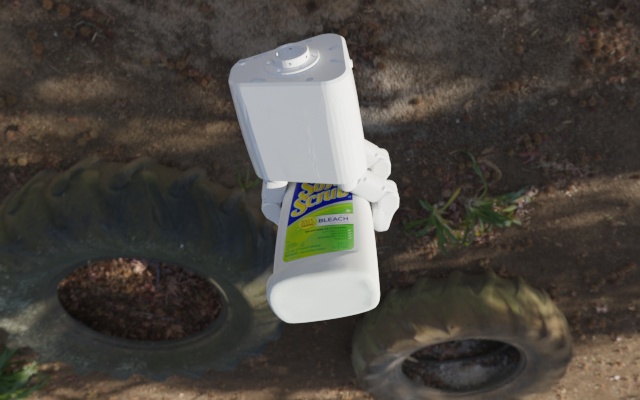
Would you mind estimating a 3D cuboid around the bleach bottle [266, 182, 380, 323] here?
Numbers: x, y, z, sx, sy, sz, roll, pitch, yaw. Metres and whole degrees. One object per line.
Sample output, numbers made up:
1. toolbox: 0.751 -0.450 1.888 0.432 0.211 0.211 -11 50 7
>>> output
1. bleach bottle: 0.000 0.002 0.507 0.102 0.068 0.250 -10 43 6
